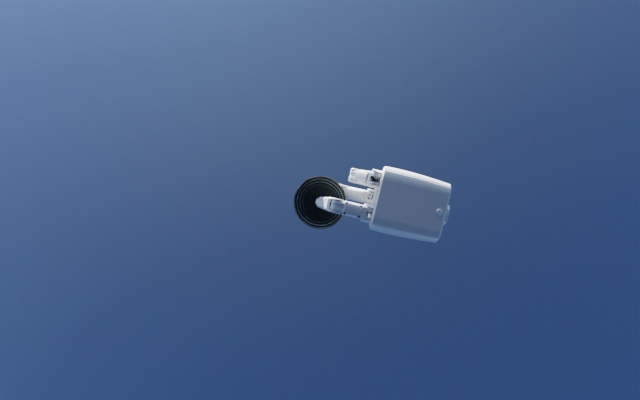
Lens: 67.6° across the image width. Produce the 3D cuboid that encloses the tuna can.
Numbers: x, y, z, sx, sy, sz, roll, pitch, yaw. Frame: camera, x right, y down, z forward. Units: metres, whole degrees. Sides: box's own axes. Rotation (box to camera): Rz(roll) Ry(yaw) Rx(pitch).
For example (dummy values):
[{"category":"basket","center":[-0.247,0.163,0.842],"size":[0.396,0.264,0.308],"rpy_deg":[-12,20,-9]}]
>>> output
[{"category":"tuna can","center":[0.000,0.003,0.786],"size":[0.086,0.086,0.034],"rpy_deg":[0,2,3]}]
